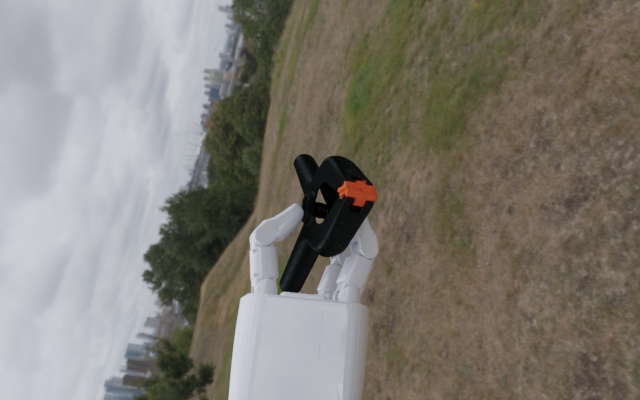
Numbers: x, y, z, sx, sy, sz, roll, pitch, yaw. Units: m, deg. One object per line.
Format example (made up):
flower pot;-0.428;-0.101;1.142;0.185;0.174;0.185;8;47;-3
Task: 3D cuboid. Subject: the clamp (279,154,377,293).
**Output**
clamp;-0.001;0.002;0.478;0.036;0.164;0.210;9;-20;-17
